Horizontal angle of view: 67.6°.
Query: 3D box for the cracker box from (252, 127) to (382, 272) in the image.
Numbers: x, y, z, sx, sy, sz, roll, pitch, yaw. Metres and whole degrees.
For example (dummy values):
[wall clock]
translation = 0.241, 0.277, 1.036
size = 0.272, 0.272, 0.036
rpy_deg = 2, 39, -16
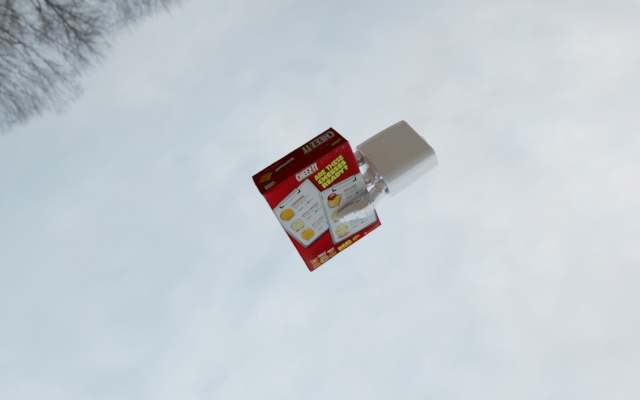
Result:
[cracker box]
translation = 0.000, 0.003, 0.841
size = 0.164, 0.214, 0.072
rpy_deg = -33, 41, -7
